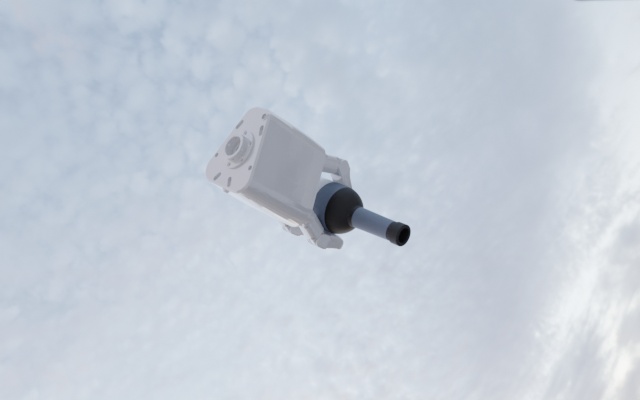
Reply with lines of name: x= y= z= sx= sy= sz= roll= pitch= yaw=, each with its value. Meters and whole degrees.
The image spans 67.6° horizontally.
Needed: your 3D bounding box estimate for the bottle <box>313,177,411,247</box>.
bottle: x=0.000 y=0.002 z=0.664 sx=0.069 sy=0.069 sz=0.295 roll=0 pitch=16 yaw=-44
